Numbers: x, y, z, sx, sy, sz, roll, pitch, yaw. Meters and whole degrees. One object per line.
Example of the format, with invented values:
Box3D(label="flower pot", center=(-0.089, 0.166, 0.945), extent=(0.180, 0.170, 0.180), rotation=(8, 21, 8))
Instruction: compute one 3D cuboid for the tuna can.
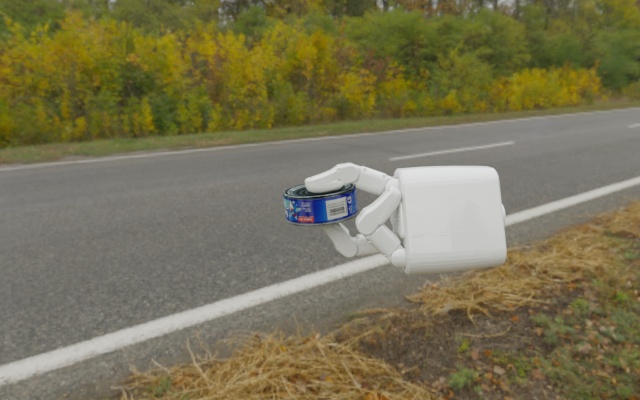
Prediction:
Box3D(label="tuna can", center=(0.000, 0.001, 0.555), extent=(0.086, 0.034, 0.086), rotation=(-6, 13, 1))
